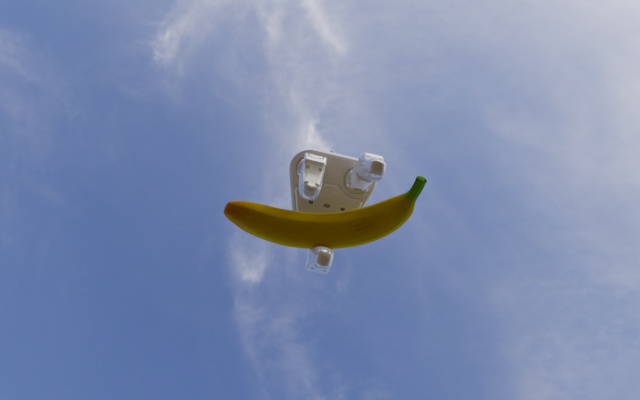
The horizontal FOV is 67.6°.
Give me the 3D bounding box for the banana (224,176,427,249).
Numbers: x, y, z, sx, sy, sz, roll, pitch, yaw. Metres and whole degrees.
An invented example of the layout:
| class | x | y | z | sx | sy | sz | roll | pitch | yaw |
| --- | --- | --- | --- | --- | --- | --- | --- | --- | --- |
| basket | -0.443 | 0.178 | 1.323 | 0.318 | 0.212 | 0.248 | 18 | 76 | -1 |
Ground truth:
| class | x | y | z | sx | sy | sz | roll | pitch | yaw |
| --- | --- | --- | --- | --- | --- | --- | --- | --- | --- |
| banana | 0.006 | 0.018 | 0.477 | 0.198 | 0.070 | 0.037 | -9 | 21 | 3 |
